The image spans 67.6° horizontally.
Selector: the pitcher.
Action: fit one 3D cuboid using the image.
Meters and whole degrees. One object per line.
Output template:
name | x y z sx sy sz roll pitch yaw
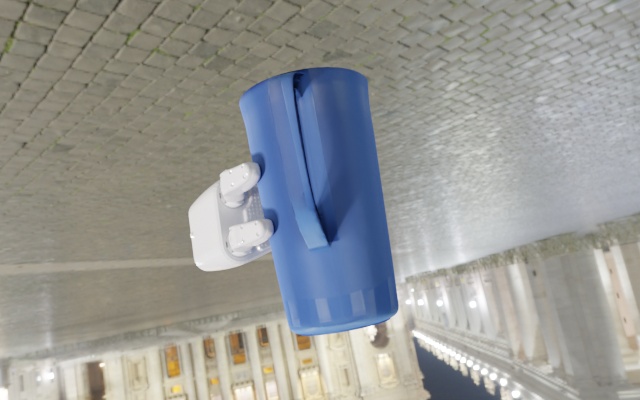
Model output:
pitcher | 0.000 0.002 0.466 0.149 0.243 0.145 -4 -11 -36
